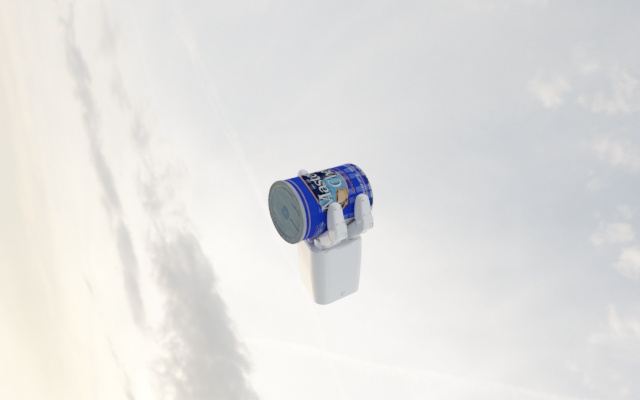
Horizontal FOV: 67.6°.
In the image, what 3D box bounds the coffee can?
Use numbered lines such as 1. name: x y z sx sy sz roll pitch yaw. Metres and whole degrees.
1. coffee can: 0.000 0.002 0.778 0.140 0.103 0.103 -17 9 -33
